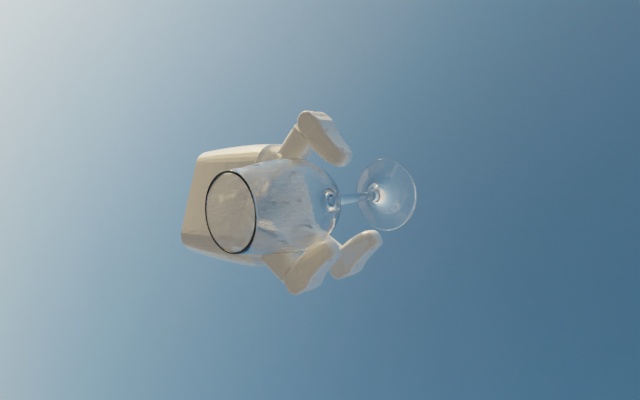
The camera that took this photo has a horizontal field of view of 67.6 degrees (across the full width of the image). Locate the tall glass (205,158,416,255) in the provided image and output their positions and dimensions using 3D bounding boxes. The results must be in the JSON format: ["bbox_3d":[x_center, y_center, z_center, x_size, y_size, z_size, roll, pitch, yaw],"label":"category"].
[{"bbox_3d":[0.001,0.001,0.420,0.079,0.079,0.201,0,4,42],"label":"tall glass"}]
